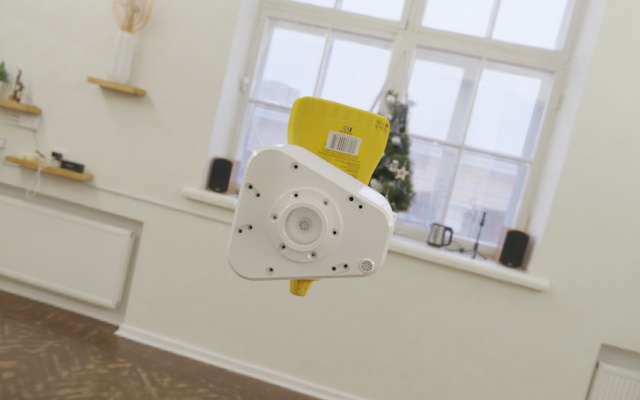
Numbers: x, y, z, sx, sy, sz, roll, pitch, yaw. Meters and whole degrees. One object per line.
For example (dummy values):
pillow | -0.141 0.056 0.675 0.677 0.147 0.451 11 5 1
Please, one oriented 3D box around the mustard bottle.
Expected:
mustard bottle | 0.000 0.001 0.472 0.096 0.191 0.058 12 5 -19
